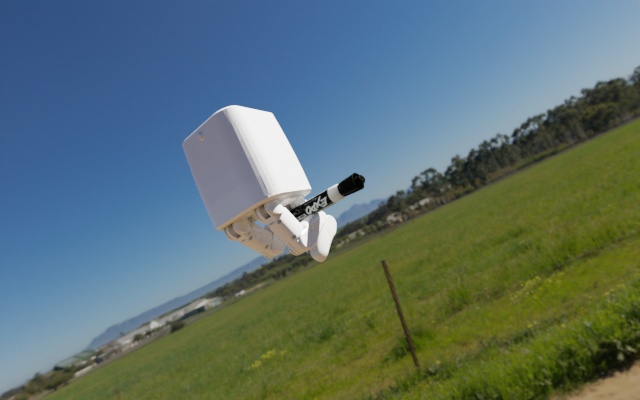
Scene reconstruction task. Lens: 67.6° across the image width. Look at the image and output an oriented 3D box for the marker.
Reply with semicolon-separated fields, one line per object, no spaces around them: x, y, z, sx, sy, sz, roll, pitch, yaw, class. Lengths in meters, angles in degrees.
0.000;0.002;0.517;0.121;0.020;0.020;-30;-19;37;marker
